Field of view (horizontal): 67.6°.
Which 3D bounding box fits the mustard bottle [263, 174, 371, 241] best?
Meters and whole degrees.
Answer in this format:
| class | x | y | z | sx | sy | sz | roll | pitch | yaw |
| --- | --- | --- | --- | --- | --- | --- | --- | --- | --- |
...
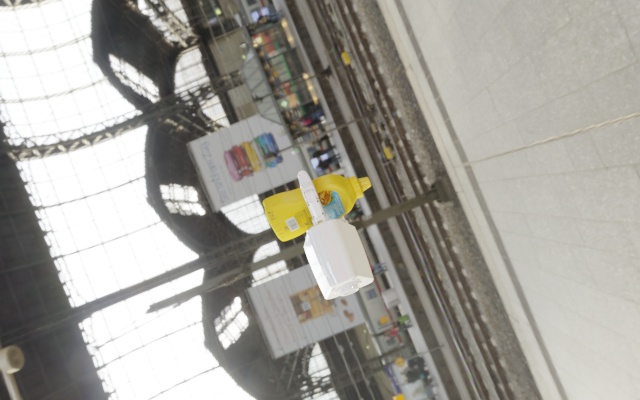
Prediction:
| class | x | y | z | sx | sy | sz | roll | pitch | yaw |
| --- | --- | --- | --- | --- | --- | --- | --- | --- | --- |
| mustard bottle | 0.000 | 0.003 | 0.860 | 0.191 | 0.096 | 0.058 | -22 | 44 | 2 |
